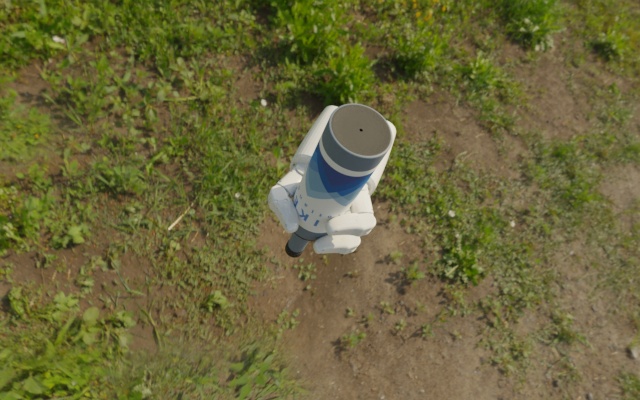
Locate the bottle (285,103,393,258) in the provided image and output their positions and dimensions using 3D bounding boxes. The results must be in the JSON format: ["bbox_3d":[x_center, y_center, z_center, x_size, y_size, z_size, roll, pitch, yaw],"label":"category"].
[{"bbox_3d":[0.000,0.002,0.587,0.069,0.069,0.296,0,-29,-18],"label":"bottle"}]
